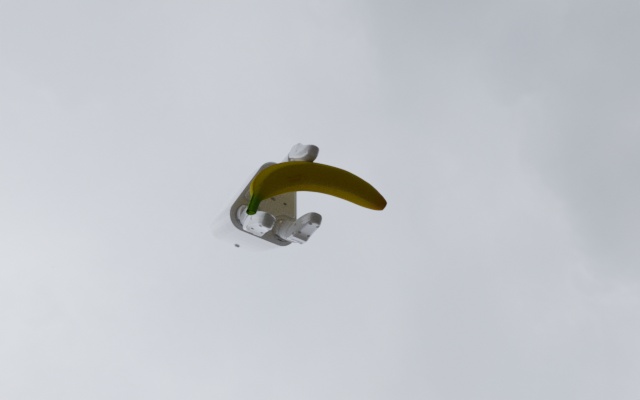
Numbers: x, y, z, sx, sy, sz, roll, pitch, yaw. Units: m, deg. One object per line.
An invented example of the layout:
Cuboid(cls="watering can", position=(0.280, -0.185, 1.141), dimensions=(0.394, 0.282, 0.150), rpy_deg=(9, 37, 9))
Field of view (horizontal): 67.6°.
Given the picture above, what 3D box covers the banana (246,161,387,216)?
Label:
Cuboid(cls="banana", position=(-0.006, -0.016, 0.583), dimensions=(0.198, 0.069, 0.037), rpy_deg=(-2, -17, -31))
